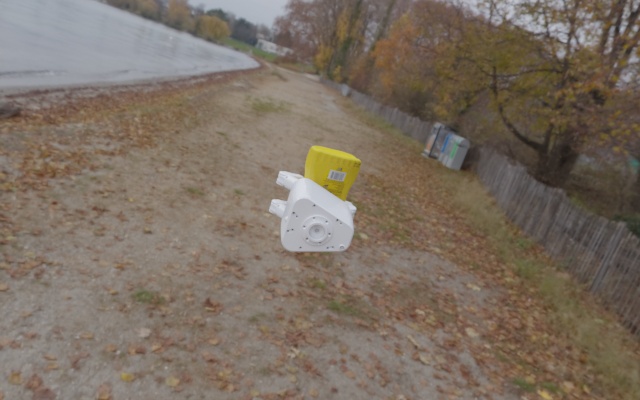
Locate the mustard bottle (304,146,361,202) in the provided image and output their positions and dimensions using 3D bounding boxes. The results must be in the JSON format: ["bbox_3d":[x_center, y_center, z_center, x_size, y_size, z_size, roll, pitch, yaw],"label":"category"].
[{"bbox_3d":[0.000,0.002,0.865,0.096,0.192,0.058,10,17,-30],"label":"mustard bottle"}]
